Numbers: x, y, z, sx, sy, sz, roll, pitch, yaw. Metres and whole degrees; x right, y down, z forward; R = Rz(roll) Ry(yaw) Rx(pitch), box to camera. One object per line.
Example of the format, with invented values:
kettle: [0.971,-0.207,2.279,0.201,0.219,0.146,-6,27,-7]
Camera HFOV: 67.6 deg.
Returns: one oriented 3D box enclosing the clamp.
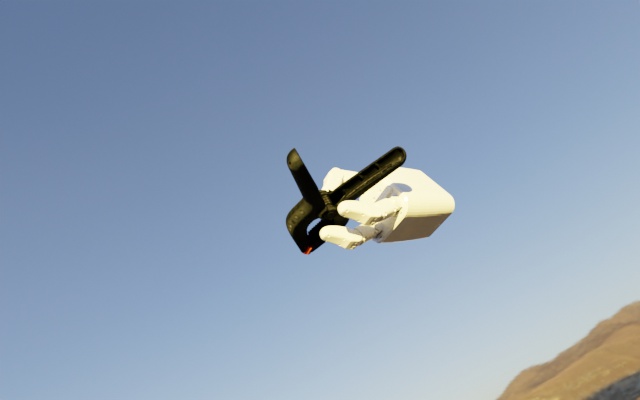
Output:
clamp: [0.000,0.002,0.636,0.164,0.036,0.210,2,-41,-33]
